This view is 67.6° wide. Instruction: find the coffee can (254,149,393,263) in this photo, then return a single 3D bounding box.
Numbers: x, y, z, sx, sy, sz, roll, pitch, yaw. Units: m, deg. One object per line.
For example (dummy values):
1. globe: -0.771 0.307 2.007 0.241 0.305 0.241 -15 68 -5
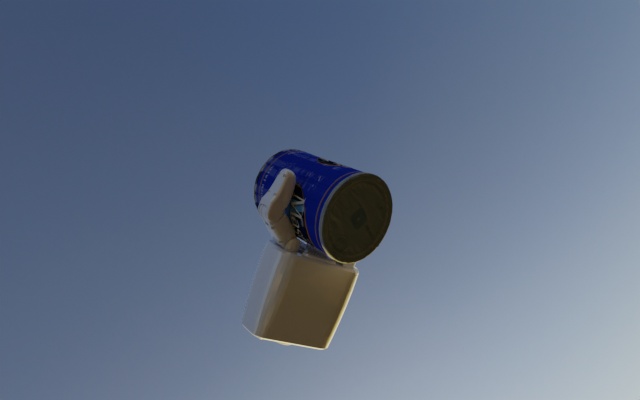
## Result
1. coffee can: 0.000 0.002 0.569 0.103 0.103 0.140 0 16 -39
